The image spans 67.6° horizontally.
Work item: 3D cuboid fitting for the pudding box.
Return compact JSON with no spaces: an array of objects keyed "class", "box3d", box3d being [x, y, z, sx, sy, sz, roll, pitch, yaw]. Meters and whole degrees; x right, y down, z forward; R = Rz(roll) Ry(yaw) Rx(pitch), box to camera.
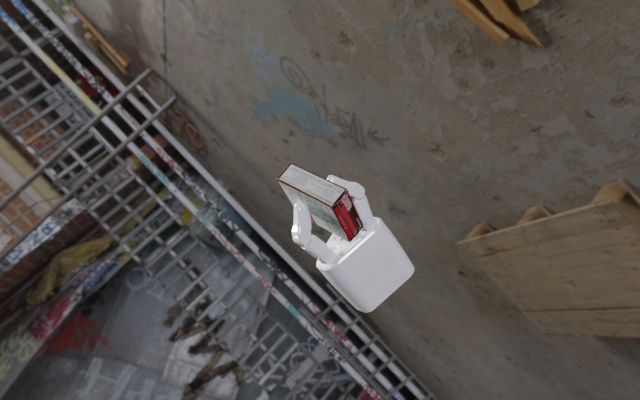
[{"class":"pudding box","box3d":[0.000,0.002,0.681,0.113,0.039,0.090,25,-24,35]}]
